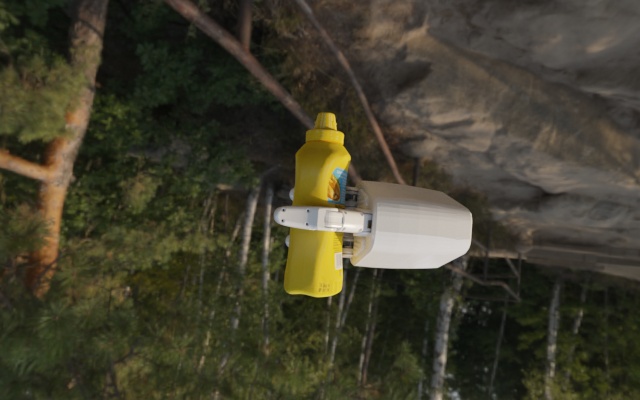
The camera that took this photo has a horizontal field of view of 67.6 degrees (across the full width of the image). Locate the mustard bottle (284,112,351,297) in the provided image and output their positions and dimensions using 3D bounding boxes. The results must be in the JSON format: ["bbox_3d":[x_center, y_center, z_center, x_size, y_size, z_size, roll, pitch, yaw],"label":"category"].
[{"bbox_3d":[0.000,0.002,0.511,0.058,0.191,0.096,4,-3,17],"label":"mustard bottle"}]
